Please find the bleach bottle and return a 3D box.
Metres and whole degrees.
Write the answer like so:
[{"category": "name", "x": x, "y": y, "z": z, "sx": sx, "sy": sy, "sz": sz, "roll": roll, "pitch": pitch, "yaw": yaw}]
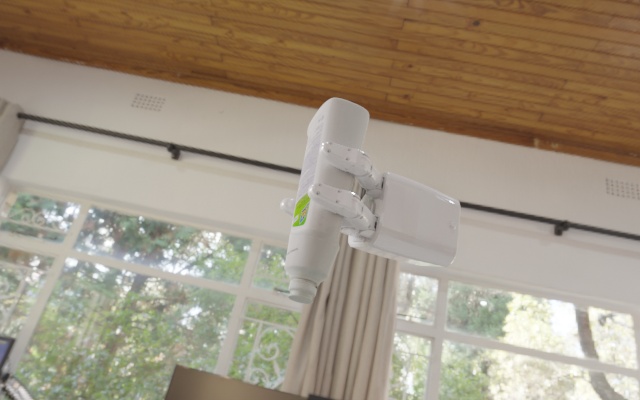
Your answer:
[{"category": "bleach bottle", "x": 0.000, "y": 0.002, "z": 0.583, "sx": 0.068, "sy": 0.250, "sz": 0.103, "roll": 19, "pitch": -27, "yaw": -12}]
